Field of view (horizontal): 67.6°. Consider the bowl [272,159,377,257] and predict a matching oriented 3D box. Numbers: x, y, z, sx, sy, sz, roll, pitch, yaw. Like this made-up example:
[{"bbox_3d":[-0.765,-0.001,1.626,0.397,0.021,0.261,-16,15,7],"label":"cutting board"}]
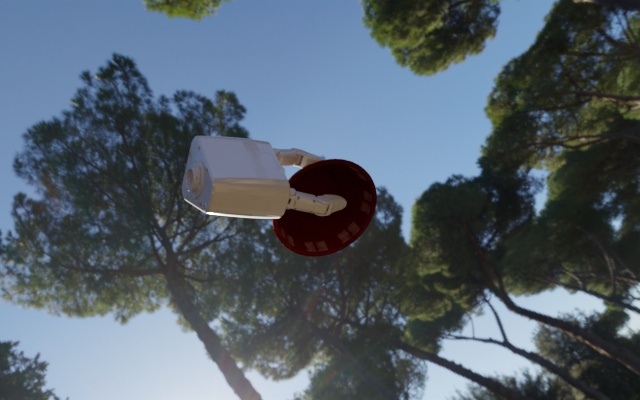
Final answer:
[{"bbox_3d":[0.001,0.003,0.711,0.162,0.162,0.055,0,28,-22],"label":"bowl"}]
